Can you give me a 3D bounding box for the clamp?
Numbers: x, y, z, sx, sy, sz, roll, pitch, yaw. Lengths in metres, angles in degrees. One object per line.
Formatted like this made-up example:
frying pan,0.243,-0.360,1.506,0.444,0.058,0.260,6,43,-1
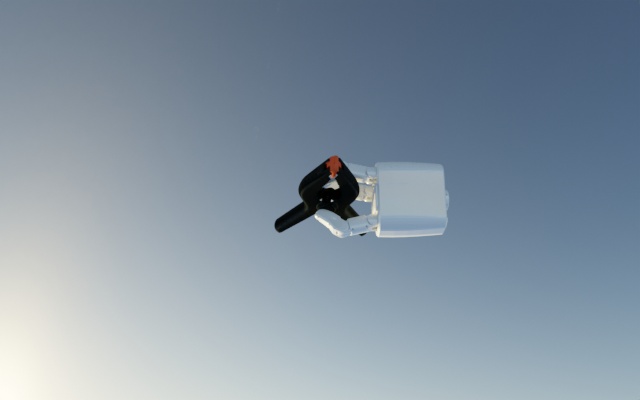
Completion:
clamp,0.000,0.003,0.768,0.164,0.036,0.210,-2,-32,0
